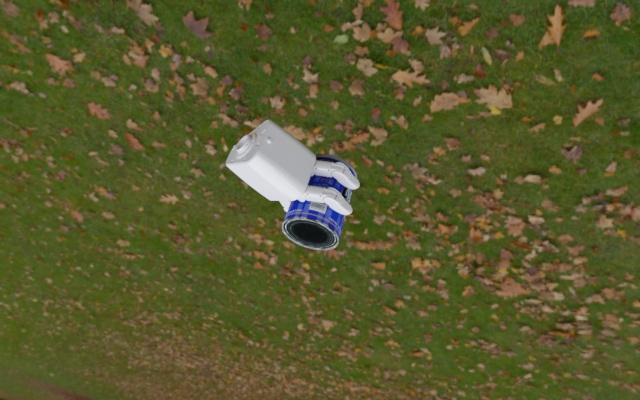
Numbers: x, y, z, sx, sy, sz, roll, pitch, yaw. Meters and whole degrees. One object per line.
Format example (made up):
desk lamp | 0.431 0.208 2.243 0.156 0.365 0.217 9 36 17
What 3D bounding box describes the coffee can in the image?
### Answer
coffee can | 0.000 0.003 0.854 0.103 0.140 0.103 13 -32 8
